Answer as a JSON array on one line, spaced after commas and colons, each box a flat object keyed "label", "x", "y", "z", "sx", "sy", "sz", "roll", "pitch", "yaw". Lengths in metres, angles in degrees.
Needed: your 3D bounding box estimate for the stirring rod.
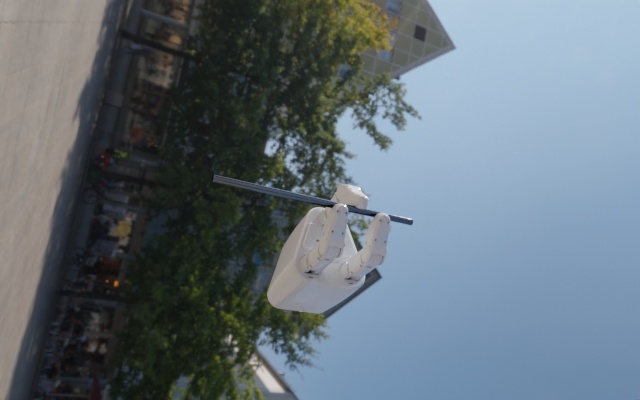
[{"label": "stirring rod", "x": 0.000, "y": 0.002, "z": 0.527, "sx": 0.239, "sy": 0.011, "sz": 0.011, "roll": 13, "pitch": -5, "yaw": -22}]
